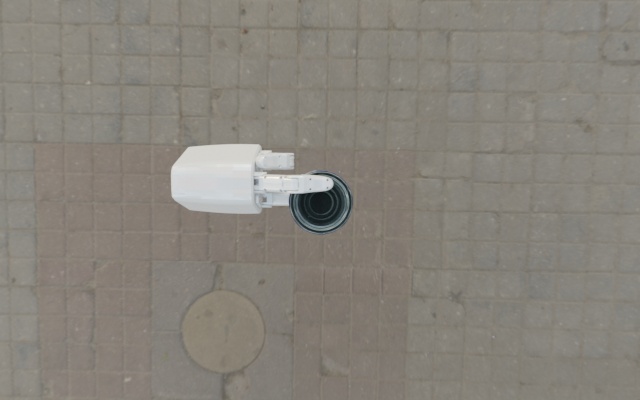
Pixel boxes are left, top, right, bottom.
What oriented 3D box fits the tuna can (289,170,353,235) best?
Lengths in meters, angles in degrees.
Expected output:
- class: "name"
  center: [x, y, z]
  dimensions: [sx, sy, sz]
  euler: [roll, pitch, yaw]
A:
- class: "tuna can"
  center: [0.000, 0.002, 0.638]
  dimensions: [0.086, 0.086, 0.034]
  euler: [0, 4, -3]
